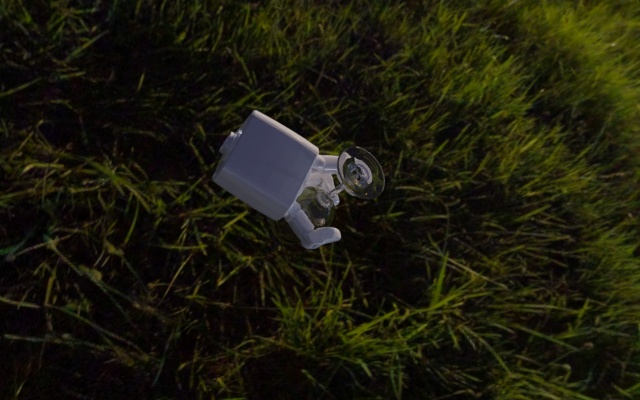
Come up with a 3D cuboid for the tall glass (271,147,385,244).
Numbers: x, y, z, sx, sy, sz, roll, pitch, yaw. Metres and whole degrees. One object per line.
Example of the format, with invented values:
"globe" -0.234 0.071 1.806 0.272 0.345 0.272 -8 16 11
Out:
"tall glass" 0.001 0.002 0.682 0.079 0.079 0.201 0 -23 -34
